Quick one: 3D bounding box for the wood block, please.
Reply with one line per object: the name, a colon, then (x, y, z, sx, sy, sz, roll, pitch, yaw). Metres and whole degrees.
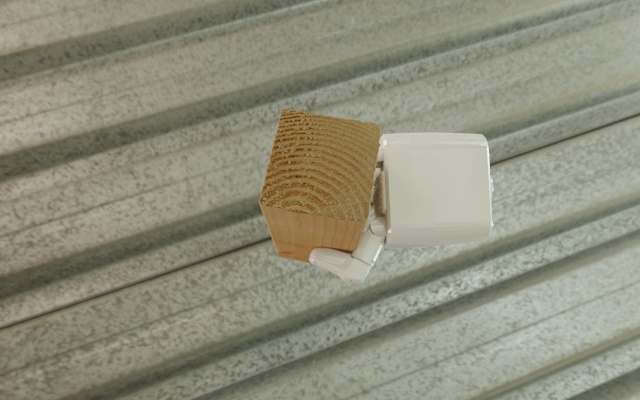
wood block: (0.000, 0.002, 0.489, 0.090, 0.090, 0.206, 10, -18, 3)
